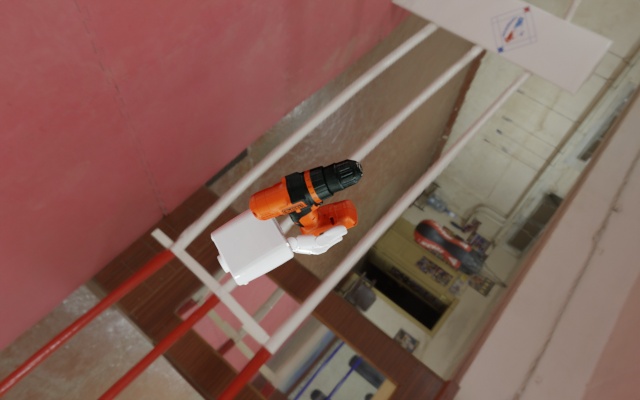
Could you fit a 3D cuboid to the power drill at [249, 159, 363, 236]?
[{"bbox_3d":[0.000,0.003,0.789,0.184,0.057,0.188,-19,-25,14],"label":"power drill"}]
